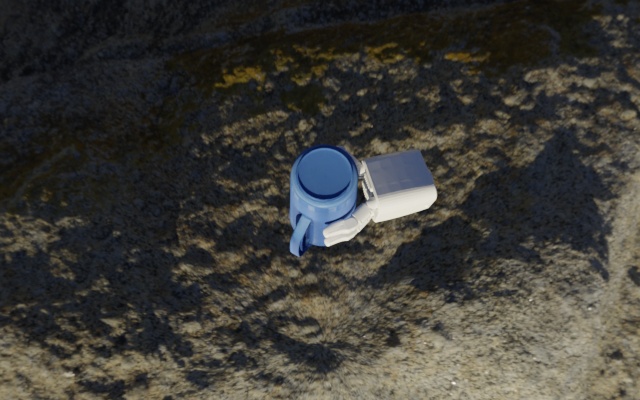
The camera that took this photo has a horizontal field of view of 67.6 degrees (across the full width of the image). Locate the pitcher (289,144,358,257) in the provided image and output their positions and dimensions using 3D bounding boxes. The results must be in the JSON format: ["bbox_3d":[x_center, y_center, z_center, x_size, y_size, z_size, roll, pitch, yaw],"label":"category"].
[{"bbox_3d":[0.000,0.003,0.857,0.145,0.149,0.243,-13,-16,-4],"label":"pitcher"}]
